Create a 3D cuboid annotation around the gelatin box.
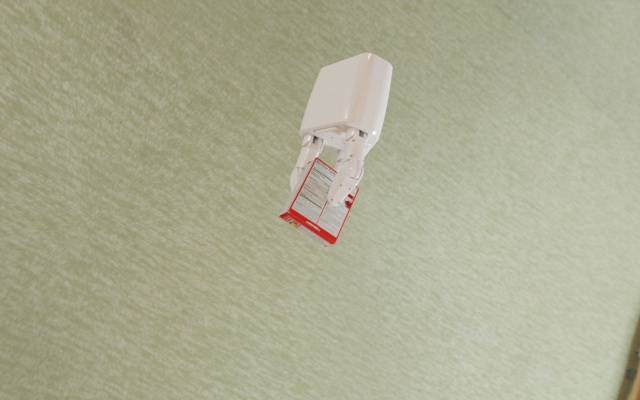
[{"bbox_3d":[0.000,0.002,0.602,0.073,0.089,0.030,34,-28,-18],"label":"gelatin box"}]
